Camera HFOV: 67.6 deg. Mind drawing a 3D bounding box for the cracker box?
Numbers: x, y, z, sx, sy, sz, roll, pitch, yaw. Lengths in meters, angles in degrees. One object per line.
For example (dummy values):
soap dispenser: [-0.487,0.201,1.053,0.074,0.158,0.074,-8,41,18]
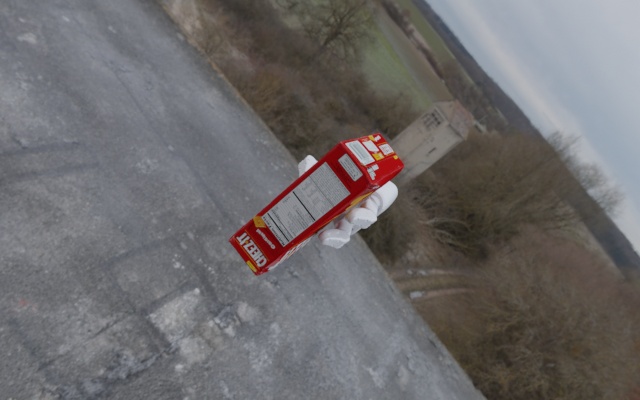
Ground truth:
cracker box: [0.000,0.002,0.663,0.214,0.072,0.164,-40,-6,25]
